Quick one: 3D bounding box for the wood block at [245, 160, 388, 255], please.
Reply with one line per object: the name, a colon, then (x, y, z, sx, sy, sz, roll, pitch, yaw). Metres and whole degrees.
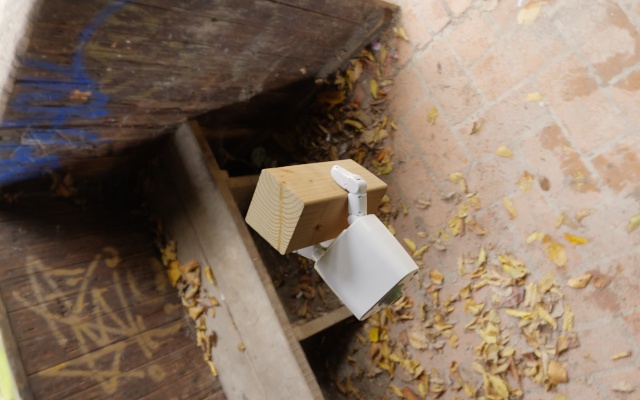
wood block: (0.000, 0.002, 0.735, 0.090, 0.091, 0.206, 39, 30, 28)
